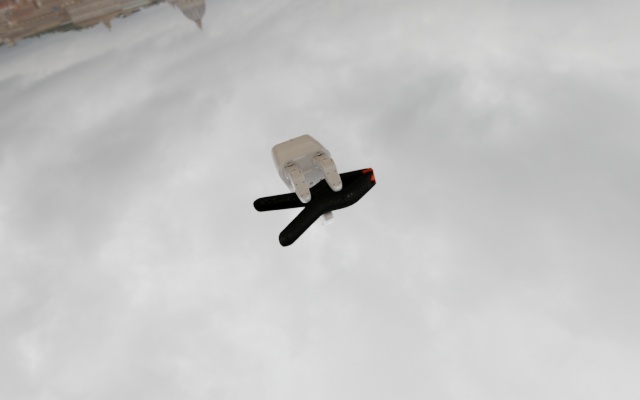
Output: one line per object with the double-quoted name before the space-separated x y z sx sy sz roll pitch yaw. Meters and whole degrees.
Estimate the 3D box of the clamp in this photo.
"clamp" 0.001 0.003 0.782 0.210 0.036 0.164 -21 28 -7
